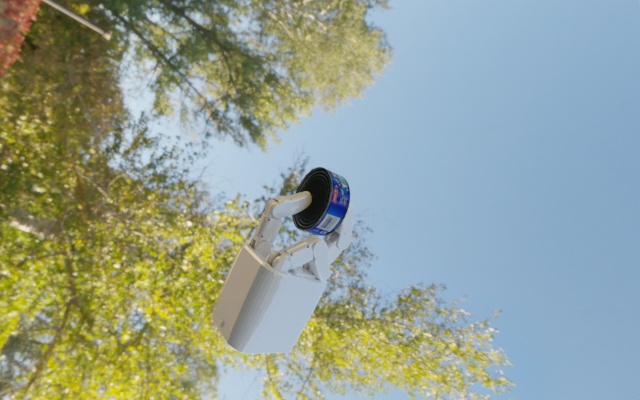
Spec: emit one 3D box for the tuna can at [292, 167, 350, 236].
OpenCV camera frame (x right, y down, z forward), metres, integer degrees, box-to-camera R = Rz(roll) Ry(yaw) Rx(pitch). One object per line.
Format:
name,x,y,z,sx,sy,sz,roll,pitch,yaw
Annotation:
tuna can,0.001,0.002,0.623,0.034,0.086,0.086,20,-11,-32
